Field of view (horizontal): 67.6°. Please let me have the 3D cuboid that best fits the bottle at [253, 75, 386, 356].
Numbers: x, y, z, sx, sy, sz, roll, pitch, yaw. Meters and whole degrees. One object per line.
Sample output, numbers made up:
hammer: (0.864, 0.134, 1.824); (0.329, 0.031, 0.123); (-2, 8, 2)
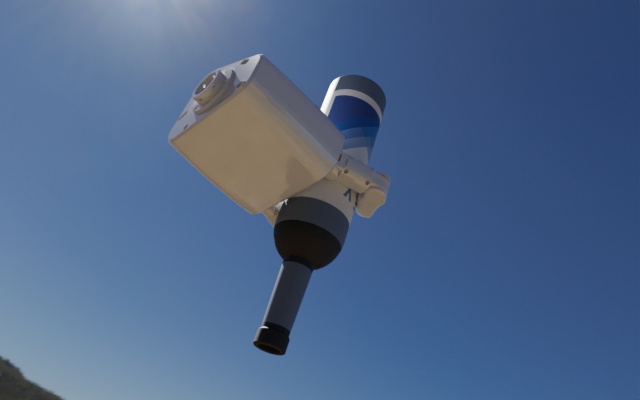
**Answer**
bottle: (0.000, 0.001, 0.460); (0.069, 0.295, 0.069); (14, -33, 9)
